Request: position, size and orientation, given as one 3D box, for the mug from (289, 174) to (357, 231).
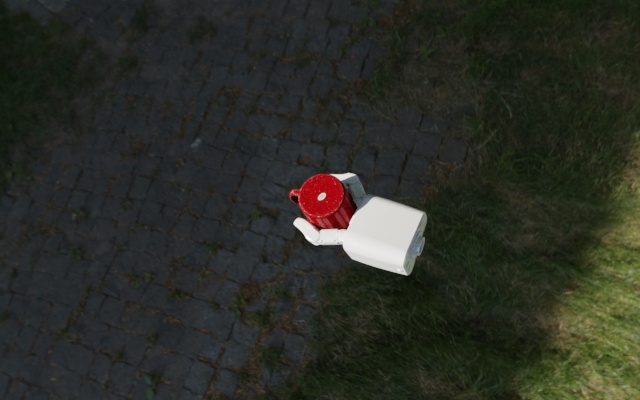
[{"bbox_3d":[-0.001,0.002,0.824,0.117,0.093,0.081,16,-17,21],"label":"mug"}]
